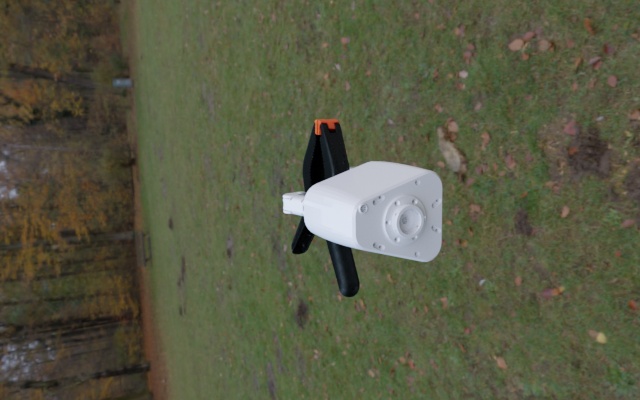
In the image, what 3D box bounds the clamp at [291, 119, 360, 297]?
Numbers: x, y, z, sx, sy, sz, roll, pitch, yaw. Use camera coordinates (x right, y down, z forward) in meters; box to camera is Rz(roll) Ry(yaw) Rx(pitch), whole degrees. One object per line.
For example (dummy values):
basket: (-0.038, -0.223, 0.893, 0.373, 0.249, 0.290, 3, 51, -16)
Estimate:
clamp: (-0.001, 0.002, 0.617, 0.036, 0.210, 0.164, -6, 10, -27)
